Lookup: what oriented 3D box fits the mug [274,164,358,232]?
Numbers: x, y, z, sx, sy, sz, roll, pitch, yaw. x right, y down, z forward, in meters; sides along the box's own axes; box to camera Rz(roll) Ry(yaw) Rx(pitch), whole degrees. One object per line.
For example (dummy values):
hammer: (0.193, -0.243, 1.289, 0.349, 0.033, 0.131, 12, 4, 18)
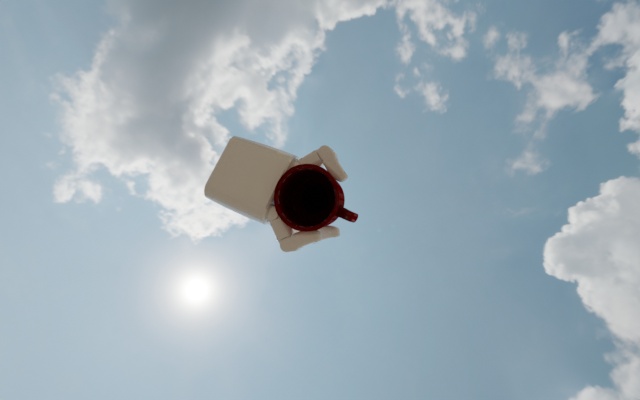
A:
mug: (0.001, 0.003, 0.685, 0.117, 0.093, 0.081, 21, 2, 13)
